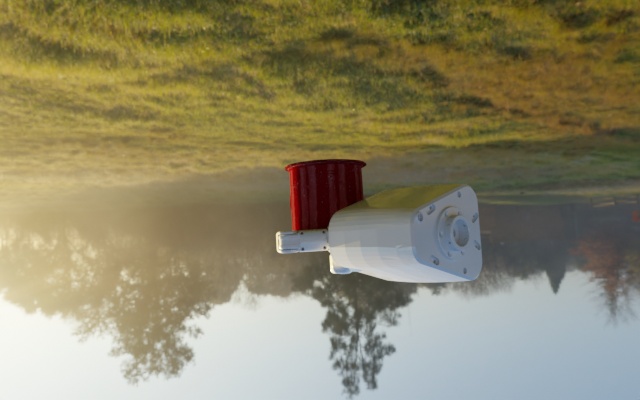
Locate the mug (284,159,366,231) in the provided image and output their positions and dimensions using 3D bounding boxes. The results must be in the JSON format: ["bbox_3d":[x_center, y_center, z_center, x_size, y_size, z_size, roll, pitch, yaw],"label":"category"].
[{"bbox_3d":[-0.001,0.002,0.550,0.093,0.081,0.117,0,-5,-39],"label":"mug"}]
